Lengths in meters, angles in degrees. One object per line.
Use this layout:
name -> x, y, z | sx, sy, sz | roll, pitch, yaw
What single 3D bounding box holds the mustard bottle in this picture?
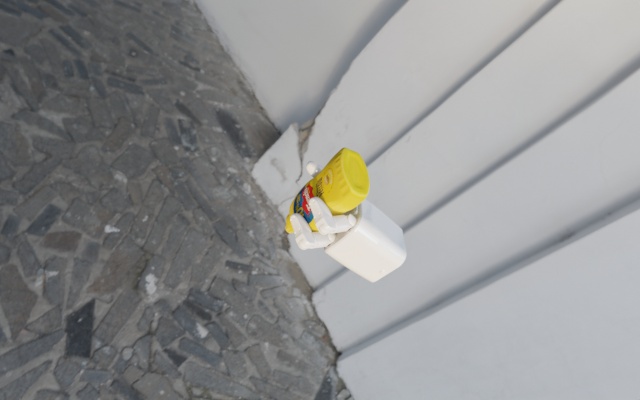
mustard bottle -> 0.000, 0.002, 0.794 | 0.058, 0.096, 0.192 | 18, -42, -32
